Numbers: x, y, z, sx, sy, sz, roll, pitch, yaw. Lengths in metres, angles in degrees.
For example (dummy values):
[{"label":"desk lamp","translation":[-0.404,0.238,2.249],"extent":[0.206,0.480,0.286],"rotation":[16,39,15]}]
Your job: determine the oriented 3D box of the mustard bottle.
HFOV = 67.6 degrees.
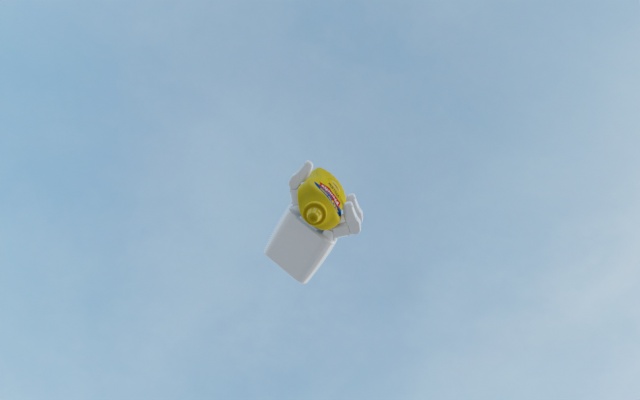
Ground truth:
[{"label":"mustard bottle","translation":[0.000,0.003,0.868],"extent":[0.058,0.096,0.191],"rotation":[-33,9,16]}]
